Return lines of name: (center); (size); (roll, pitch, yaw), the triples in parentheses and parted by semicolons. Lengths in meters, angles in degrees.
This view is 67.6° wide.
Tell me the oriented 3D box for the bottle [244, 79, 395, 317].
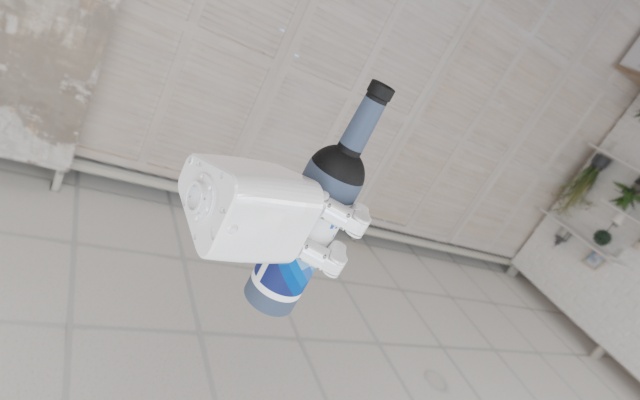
bottle: (0.000, 0.002, 0.544); (0.069, 0.296, 0.069); (24, 22, -10)
